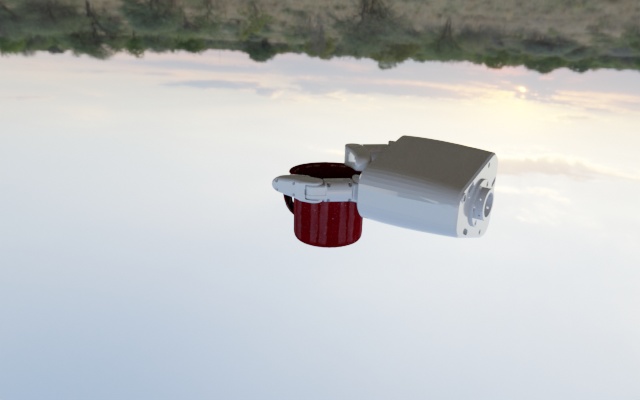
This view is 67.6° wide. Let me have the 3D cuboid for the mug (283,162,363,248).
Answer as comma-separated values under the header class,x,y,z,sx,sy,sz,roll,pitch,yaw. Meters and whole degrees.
class,x,y,z,sx,sy,sz,roll,pitch,yaw
mug,-0.001,0.002,0.563,0.117,0.081,0.093,14,21,35
